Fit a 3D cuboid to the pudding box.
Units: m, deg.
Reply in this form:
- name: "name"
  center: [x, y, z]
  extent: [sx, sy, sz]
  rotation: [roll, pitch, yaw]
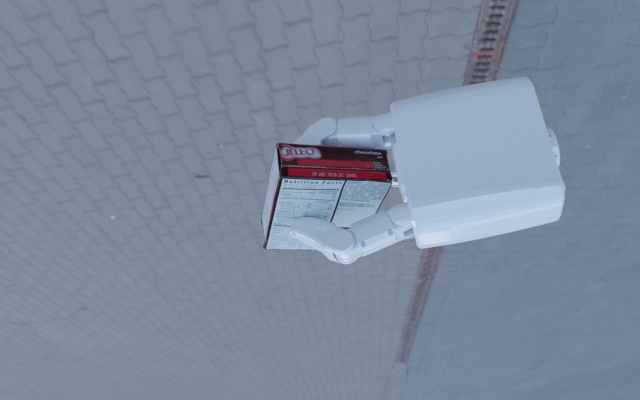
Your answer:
- name: "pudding box"
  center: [0.000, 0.001, 0.404]
  extent: [0.090, 0.039, 0.114]
  rotation: [3, -37, -13]
